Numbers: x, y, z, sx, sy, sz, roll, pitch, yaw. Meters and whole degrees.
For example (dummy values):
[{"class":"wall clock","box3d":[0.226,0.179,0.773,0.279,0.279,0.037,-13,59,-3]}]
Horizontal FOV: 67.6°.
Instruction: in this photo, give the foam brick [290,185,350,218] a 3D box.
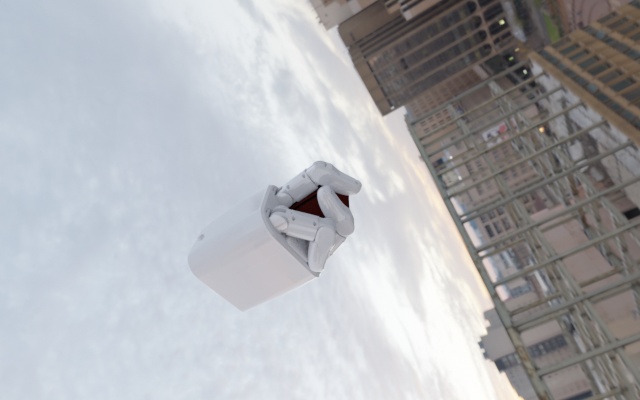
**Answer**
[{"class":"foam brick","box3d":[0.000,0.002,0.567,0.051,0.053,0.078,-32,20,16]}]
